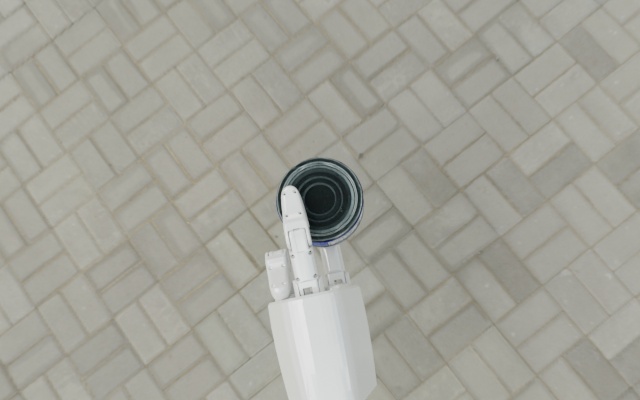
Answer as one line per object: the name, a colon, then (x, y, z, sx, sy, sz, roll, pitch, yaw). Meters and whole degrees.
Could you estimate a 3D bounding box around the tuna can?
tuna can: (0.000, 0.001, 0.470, 0.086, 0.086, 0.034, 0, -13, 5)
